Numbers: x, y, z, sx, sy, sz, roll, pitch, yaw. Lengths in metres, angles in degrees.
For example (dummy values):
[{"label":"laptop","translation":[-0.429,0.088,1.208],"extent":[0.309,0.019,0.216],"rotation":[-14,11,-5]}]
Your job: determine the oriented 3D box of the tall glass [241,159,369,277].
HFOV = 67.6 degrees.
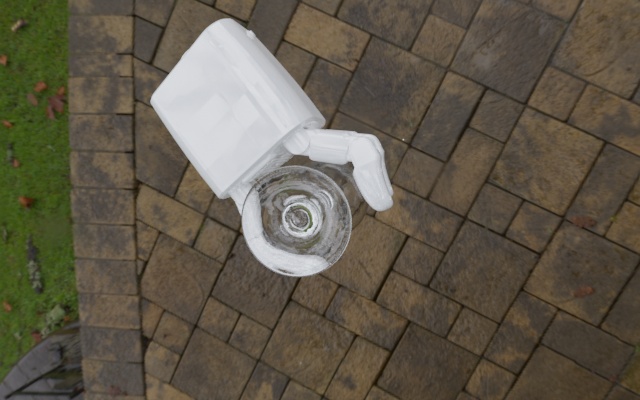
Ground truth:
[{"label":"tall glass","translation":[0.000,0.002,0.408],"extent":[0.079,0.079,0.201],"rotation":[0,7,10]}]
